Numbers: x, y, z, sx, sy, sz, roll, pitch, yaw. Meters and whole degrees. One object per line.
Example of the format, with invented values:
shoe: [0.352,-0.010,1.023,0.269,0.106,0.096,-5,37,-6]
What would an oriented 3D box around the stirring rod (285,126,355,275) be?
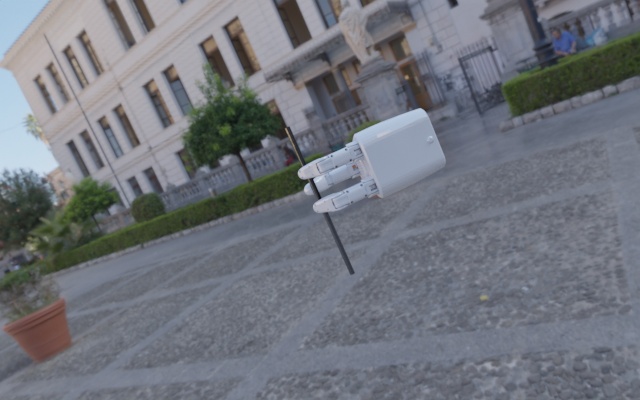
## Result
stirring rod: [0.000,0.002,0.711,0.011,0.239,0.011,-24,7,3]
